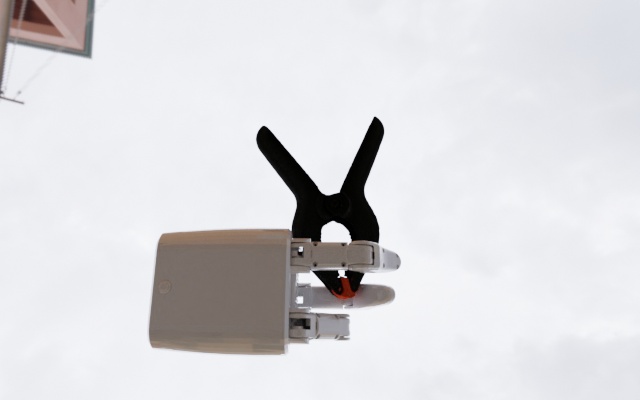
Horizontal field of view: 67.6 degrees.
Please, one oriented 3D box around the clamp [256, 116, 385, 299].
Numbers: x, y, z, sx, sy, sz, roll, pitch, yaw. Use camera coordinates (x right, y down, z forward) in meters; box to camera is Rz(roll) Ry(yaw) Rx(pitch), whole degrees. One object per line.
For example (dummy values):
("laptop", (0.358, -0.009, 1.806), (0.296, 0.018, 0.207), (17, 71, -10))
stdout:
("clamp", (0.000, 0.002, 0.431), (0.120, 0.171, 0.039), (1, -17, -1))
